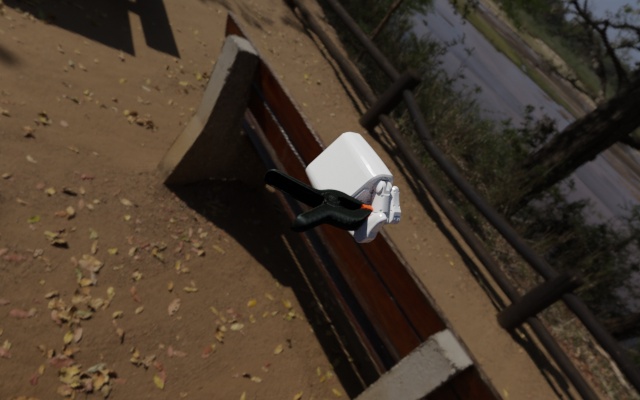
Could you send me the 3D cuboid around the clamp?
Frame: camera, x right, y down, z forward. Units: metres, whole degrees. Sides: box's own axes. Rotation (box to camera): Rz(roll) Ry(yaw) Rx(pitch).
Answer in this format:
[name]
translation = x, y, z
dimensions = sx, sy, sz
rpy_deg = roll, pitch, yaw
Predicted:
[clamp]
translation = 0.001, 0.002, 0.683
dimensions = 0.171, 0.120, 0.039
rpy_deg = 7, -50, -45
